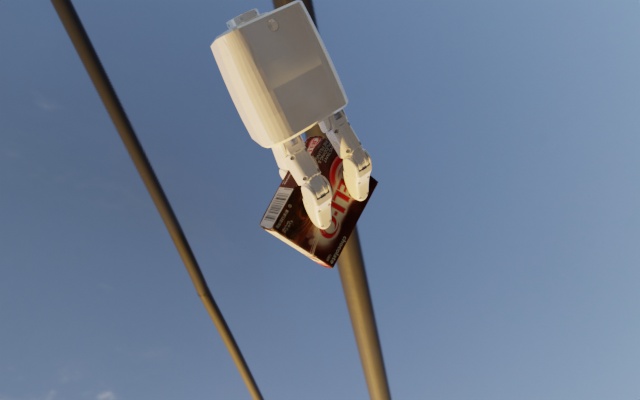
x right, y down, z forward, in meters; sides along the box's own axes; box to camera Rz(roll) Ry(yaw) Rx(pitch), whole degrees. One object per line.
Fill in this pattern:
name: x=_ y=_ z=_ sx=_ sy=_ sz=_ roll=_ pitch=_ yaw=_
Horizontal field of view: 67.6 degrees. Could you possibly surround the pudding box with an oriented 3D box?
pudding box: x=0.000 y=0.002 z=0.509 sx=0.090 sy=0.113 sz=0.039 roll=36 pitch=-12 yaw=-30
